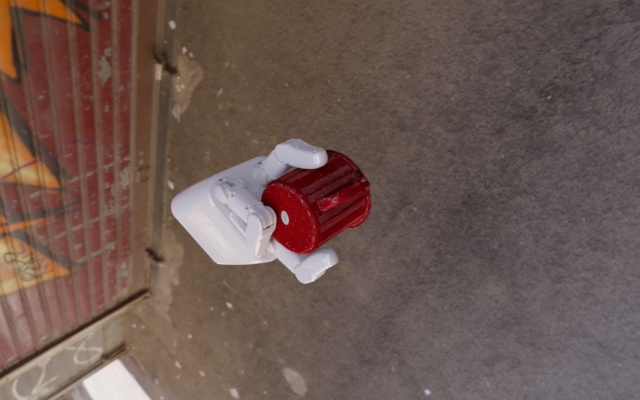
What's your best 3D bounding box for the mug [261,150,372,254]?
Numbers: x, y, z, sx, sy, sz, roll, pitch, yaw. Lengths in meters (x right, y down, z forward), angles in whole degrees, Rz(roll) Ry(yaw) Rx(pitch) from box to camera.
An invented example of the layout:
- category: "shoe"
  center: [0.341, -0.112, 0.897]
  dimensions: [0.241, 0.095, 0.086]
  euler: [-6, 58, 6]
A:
- category: "mug"
  center: [0.001, 0.002, 0.489]
  dimensions: [0.081, 0.093, 0.117]
  euler: [-31, 10, -40]
